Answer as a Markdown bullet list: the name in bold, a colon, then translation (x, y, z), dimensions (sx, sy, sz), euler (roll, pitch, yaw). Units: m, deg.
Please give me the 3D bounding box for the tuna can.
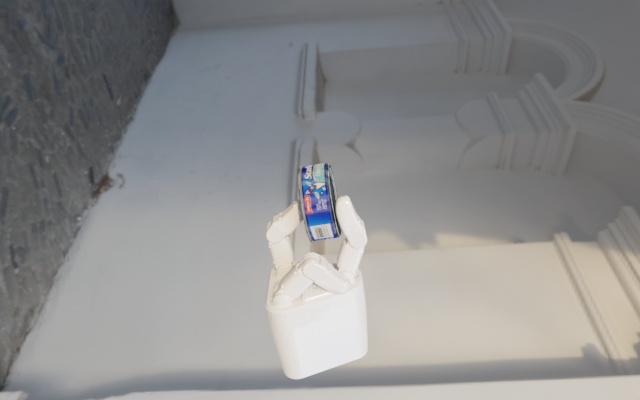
- **tuna can**: translation (0.001, 0.002, 0.532), dimensions (0.034, 0.086, 0.086), euler (-9, -1, 7)
